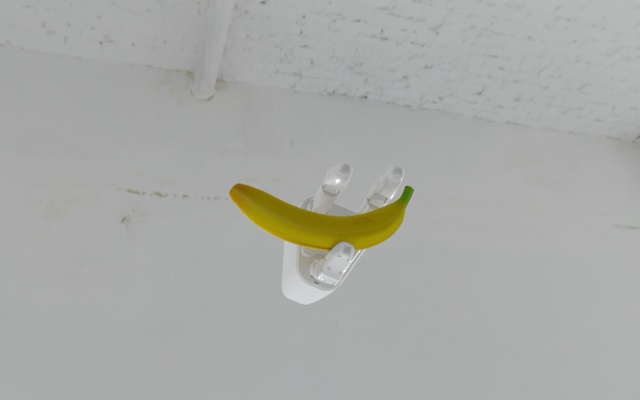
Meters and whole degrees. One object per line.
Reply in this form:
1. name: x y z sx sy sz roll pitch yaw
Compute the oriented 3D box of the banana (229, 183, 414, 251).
1. banana: 0.005 0.019 0.496 0.198 0.069 0.037 1 -20 -15
